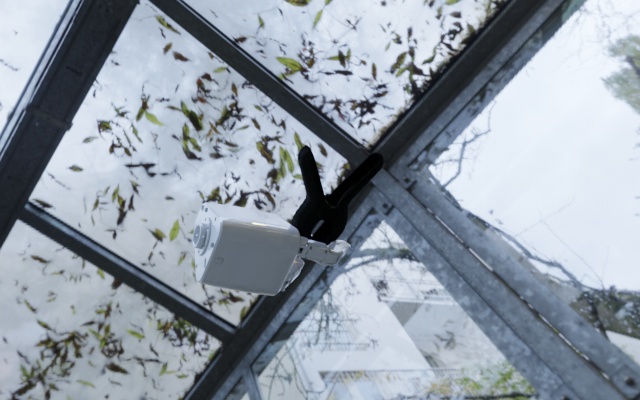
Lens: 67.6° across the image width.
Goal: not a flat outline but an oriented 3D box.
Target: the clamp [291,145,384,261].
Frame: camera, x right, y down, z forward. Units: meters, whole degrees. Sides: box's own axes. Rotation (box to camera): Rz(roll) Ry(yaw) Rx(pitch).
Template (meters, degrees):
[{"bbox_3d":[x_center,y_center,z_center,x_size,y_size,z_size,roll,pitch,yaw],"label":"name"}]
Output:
[{"bbox_3d":[0.000,0.002,0.621,0.120,0.171,0.039,14,23,-29],"label":"clamp"}]
